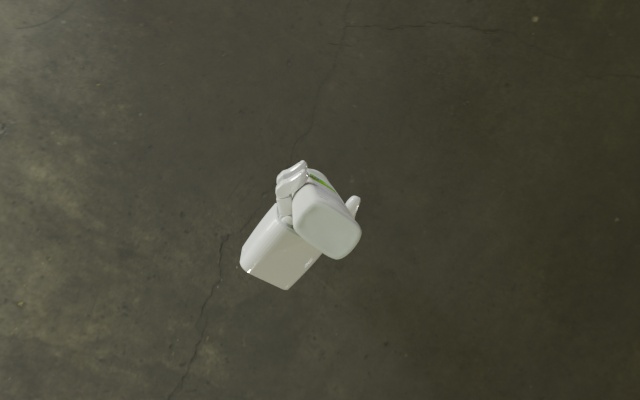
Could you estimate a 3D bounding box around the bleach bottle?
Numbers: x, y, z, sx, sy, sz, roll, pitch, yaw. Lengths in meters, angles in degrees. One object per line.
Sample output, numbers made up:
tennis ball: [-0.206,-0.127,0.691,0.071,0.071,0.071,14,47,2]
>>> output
bleach bottle: [0.000,0.003,0.806,0.102,0.068,0.250,35,13,-15]
